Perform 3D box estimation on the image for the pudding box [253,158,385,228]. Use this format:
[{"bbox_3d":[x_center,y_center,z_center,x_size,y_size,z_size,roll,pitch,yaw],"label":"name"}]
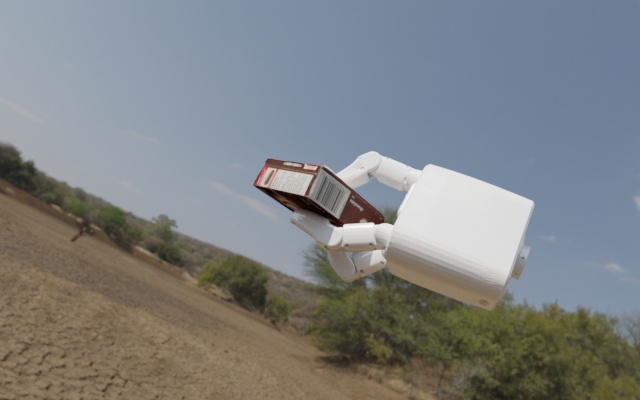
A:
[{"bbox_3d":[0.000,0.001,0.496,0.090,0.039,0.113,11,-21,47],"label":"pudding box"}]
